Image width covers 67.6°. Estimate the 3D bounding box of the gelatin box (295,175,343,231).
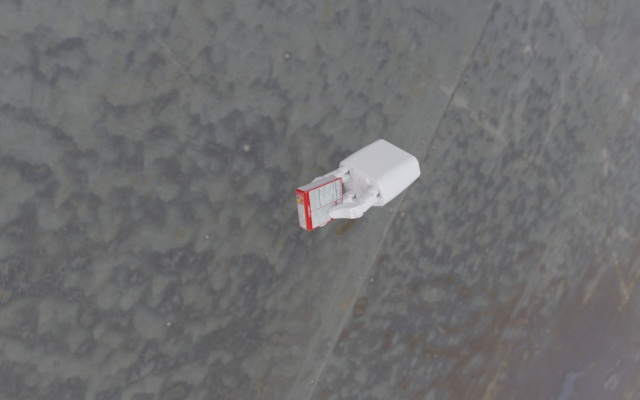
[{"bbox_3d":[0.000,0.003,0.839,0.089,0.073,0.030,-24,29,-38],"label":"gelatin box"}]
